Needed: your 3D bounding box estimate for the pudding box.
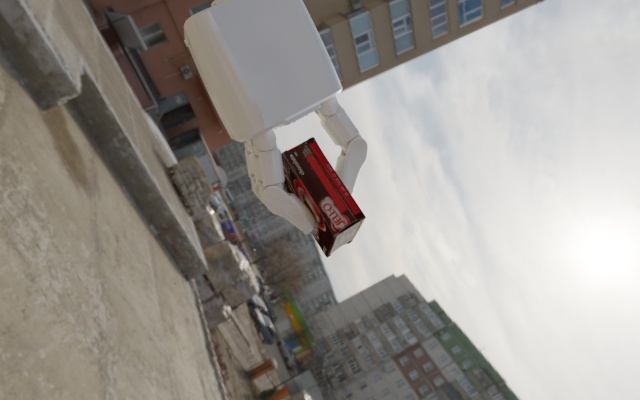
[{"bbox_3d":[0.000,0.001,0.466,0.039,0.090,0.113,-30,-13,-8],"label":"pudding box"}]
